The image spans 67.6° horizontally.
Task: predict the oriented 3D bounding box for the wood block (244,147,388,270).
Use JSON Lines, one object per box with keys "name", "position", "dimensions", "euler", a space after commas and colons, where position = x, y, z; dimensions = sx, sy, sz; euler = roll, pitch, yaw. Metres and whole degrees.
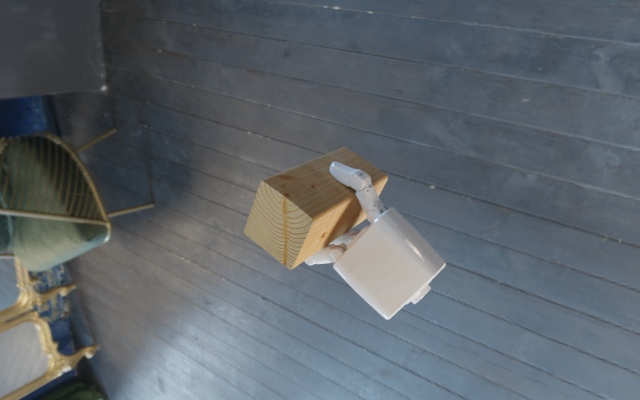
{"name": "wood block", "position": [0.000, 0.002, 0.685], "dimensions": [0.090, 0.091, 0.206], "euler": [36, 34, 19]}
